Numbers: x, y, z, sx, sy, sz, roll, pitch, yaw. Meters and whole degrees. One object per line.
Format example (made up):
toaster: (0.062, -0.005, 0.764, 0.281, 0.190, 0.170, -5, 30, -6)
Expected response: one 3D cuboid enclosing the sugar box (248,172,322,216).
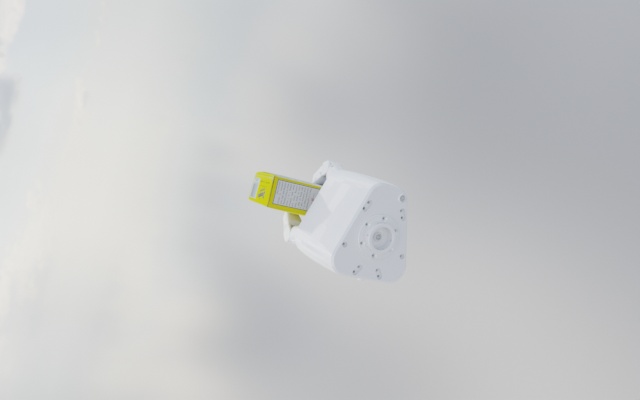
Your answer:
sugar box: (0.000, 0.003, 0.649, 0.176, 0.048, 0.093, 15, 1, -23)
